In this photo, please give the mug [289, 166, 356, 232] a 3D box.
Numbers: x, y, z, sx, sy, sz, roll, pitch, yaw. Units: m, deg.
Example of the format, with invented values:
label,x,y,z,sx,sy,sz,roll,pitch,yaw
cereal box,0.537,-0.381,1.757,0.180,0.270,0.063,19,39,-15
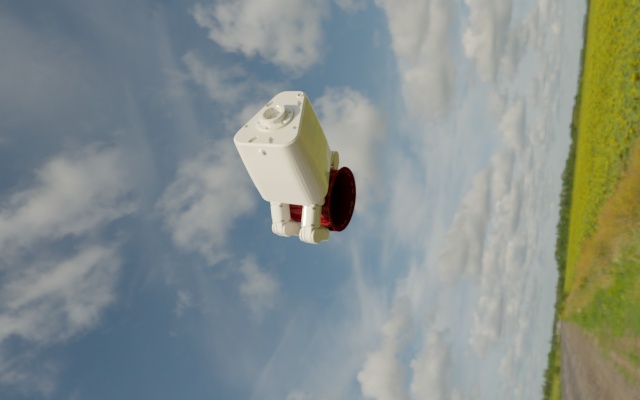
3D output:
label,x,y,z,sx,sy,sz,roll,pitch,yaw
mug,0.000,0.003,0.704,0.081,0.093,0.117,7,-39,27
